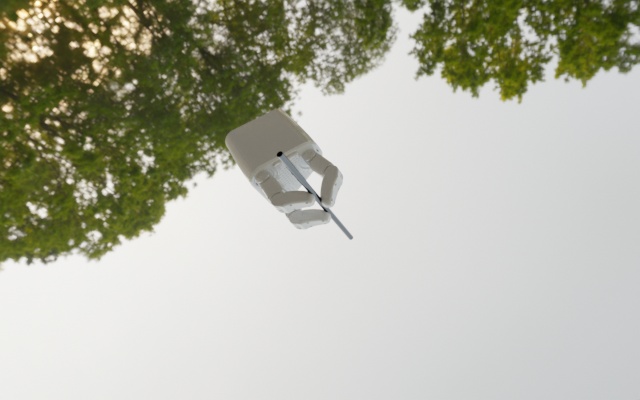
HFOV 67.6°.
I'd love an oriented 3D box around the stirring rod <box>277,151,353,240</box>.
[{"bbox_3d":[0.000,0.002,0.648,0.011,0.011,0.240,0,-28,26],"label":"stirring rod"}]
